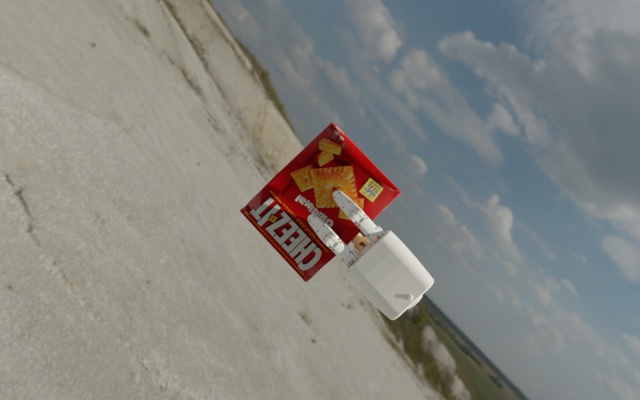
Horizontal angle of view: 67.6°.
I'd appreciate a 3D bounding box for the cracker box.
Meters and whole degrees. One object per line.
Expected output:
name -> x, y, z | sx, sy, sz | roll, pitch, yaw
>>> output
cracker box -> 0.000, 0.002, 0.794 | 0.213, 0.164, 0.072 | -44, -4, 1
